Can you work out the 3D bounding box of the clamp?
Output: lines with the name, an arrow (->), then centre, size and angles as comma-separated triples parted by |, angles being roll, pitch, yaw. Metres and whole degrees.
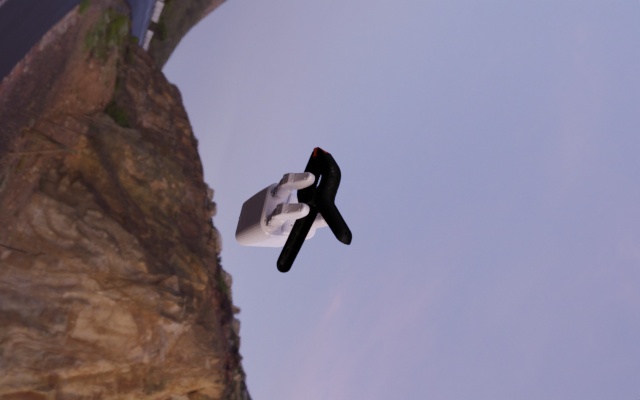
clamp -> 0.001, 0.002, 0.749 | 0.036, 0.210, 0.164 | 27, -30, -31
